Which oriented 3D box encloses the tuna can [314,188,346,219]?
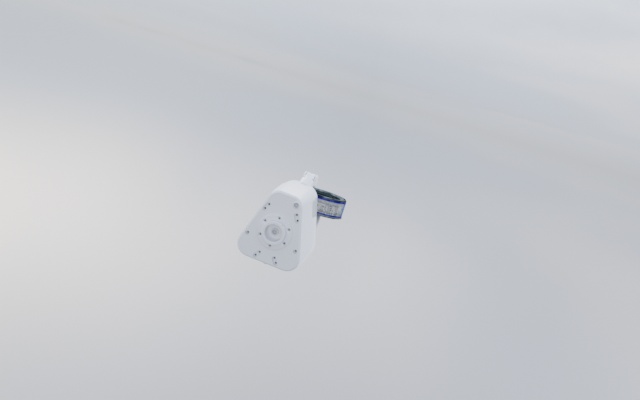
[{"bbox_3d":[0.000,0.002,0.818,0.086,0.034,0.086,17,8,-2],"label":"tuna can"}]
